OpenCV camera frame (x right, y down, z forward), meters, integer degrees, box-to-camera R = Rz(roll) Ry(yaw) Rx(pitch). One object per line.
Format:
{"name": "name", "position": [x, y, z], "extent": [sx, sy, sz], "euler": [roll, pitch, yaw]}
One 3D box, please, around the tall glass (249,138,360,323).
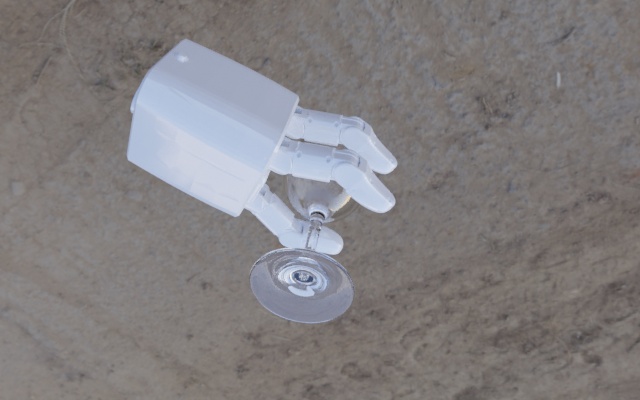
{"name": "tall glass", "position": [0.000, 0.002, 0.409], "extent": [0.079, 0.079, 0.201], "euler": [0, 37, 10]}
